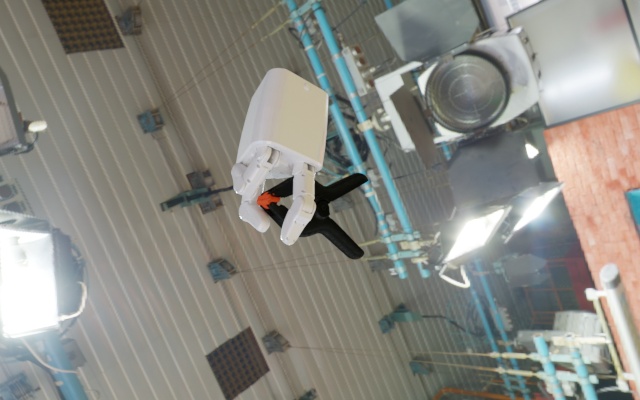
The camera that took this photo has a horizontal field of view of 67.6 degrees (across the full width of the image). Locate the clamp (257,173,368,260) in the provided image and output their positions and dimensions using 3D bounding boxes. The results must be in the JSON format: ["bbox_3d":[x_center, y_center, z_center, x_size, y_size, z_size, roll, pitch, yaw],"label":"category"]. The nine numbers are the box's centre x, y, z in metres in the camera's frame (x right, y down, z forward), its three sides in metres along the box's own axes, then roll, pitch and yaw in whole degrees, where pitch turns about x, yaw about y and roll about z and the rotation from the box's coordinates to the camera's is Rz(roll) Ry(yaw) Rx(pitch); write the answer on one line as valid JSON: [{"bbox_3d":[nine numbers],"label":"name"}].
[{"bbox_3d":[0.000,0.002,0.629,0.171,0.120,0.039,22,-24,-36],"label":"clamp"}]
